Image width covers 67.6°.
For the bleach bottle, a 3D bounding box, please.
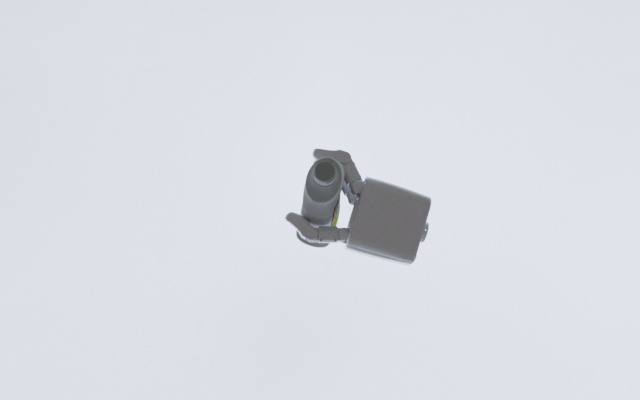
[{"bbox_3d":[0.000,0.002,0.753,0.068,0.102,0.251,16,-15,3],"label":"bleach bottle"}]
